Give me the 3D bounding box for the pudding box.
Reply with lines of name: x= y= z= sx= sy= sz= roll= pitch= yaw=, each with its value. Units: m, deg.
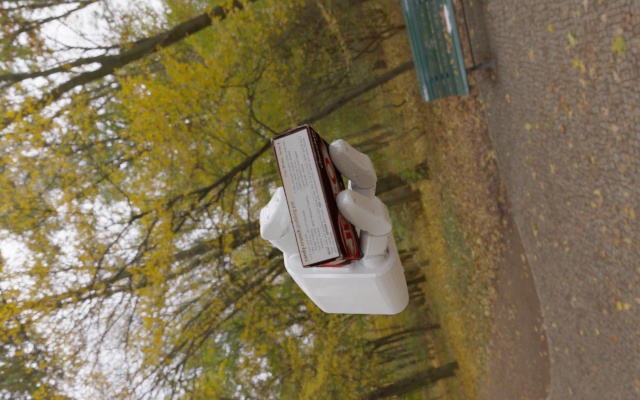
pudding box: x=0.000 y=0.001 z=0.413 sx=0.039 sy=0.113 sz=0.090 roll=-19 pitch=-11 yaw=12
